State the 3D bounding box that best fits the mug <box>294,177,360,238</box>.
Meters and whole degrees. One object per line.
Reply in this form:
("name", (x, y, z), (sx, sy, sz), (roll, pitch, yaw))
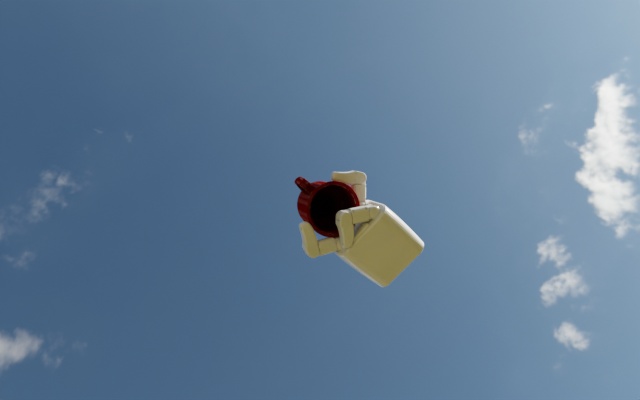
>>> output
("mug", (-0.001, 0.002, 0.808), (0.117, 0.093, 0.081), (41, -7, -19))
